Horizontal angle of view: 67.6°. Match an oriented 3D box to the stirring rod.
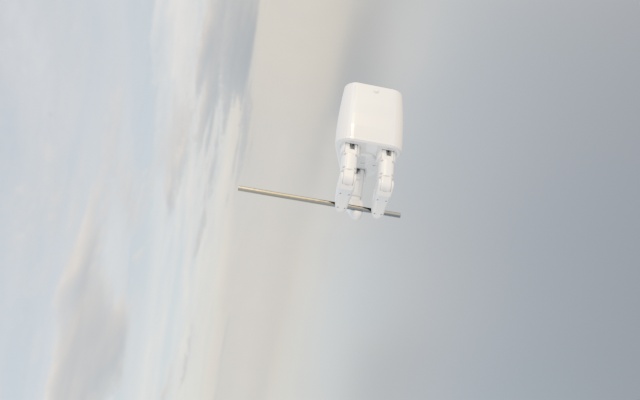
[{"bbox_3d":[0.000,0.002,0.696,0.239,0.011,0.011,10,-1,-6],"label":"stirring rod"}]
